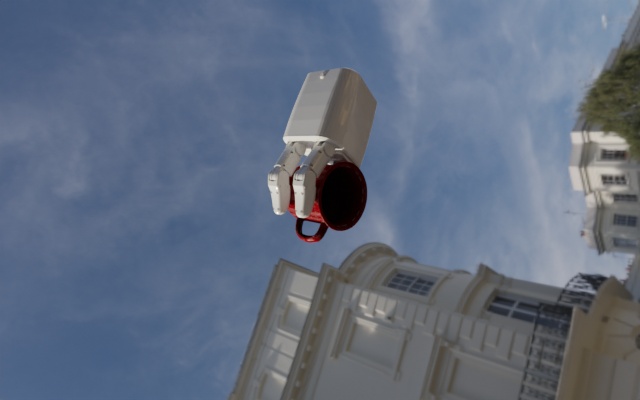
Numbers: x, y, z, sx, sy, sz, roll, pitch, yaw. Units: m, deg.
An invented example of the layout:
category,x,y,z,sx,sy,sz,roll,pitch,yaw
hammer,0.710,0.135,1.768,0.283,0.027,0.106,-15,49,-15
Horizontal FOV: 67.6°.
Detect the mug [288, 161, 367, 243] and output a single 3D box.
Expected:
category,x,y,z,sx,sy,sz,roll,pitch,yaw
mug,0.000,0.004,0.656,0.081,0.117,0.093,7,-16,46
